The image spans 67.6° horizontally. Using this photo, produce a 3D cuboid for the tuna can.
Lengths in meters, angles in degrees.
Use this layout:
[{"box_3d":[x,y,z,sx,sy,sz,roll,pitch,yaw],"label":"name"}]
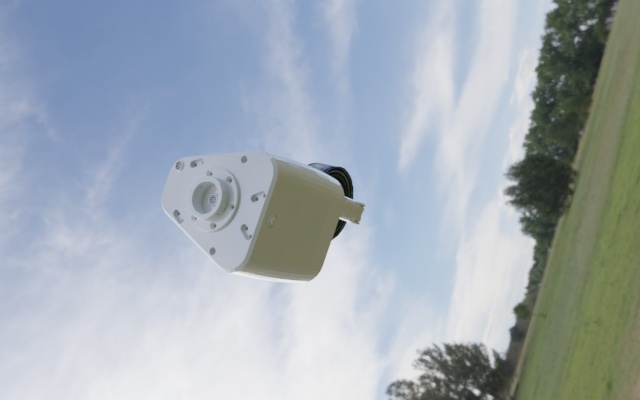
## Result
[{"box_3d":[0.000,0.002,0.529,0.033,0.086,0.086,15,8,33],"label":"tuna can"}]
